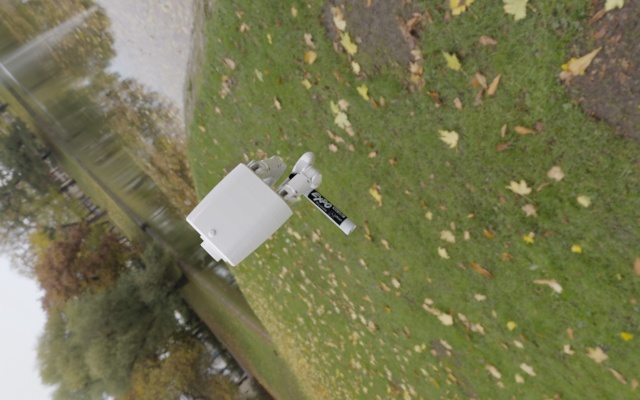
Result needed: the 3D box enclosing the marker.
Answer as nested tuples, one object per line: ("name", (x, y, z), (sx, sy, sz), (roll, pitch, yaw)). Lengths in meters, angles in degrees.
("marker", (0.000, 0.002, 0.679), (0.121, 0.020, 0.020), (42, 12, 14))
